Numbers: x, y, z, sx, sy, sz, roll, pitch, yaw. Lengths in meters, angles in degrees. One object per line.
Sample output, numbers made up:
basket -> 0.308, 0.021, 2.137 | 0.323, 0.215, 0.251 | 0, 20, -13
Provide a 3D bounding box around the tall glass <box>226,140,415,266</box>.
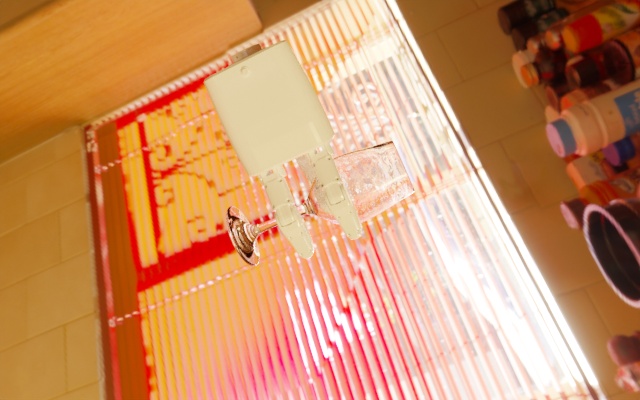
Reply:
tall glass -> 0.000, 0.002, 0.533 | 0.201, 0.079, 0.079 | -23, -4, 10
